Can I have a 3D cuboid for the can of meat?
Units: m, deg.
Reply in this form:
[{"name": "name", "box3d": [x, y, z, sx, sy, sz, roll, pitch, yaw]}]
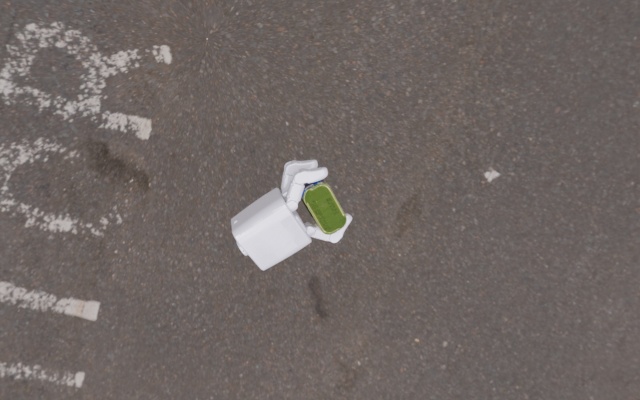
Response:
[{"name": "can of meat", "box3d": [0.000, 0.003, 0.859, 0.057, 0.102, 0.084, -31, 22, -1]}]
